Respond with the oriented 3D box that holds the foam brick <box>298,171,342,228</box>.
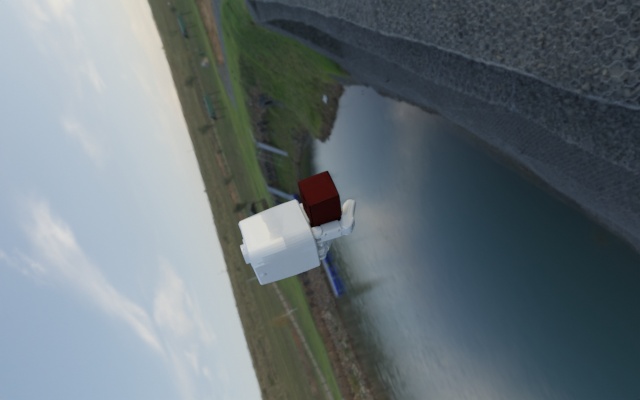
[{"bbox_3d":[0.000,0.002,0.753,0.051,0.053,0.078,-20,-35,-7],"label":"foam brick"}]
